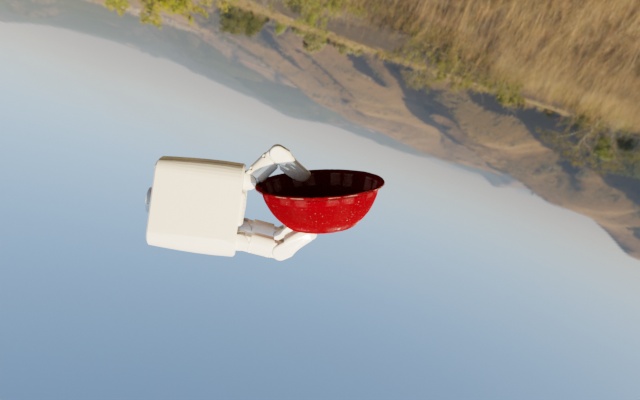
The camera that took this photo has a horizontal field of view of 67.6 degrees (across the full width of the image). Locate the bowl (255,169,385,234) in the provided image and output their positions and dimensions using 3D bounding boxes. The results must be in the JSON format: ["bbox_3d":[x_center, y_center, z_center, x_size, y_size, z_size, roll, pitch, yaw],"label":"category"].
[{"bbox_3d":[0.001,0.002,0.601,0.162,0.055,0.162,-3,15,1],"label":"bowl"}]
